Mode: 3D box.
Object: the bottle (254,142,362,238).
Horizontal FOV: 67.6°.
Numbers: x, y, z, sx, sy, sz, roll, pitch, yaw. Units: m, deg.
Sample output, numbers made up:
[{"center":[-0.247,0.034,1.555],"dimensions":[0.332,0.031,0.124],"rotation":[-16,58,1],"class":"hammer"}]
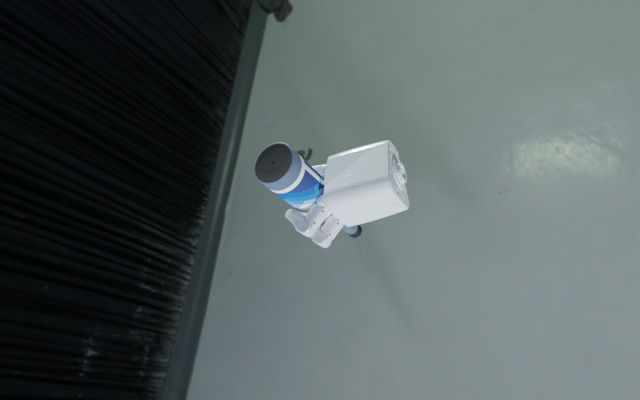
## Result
[{"center":[0.000,0.003,0.795],"dimensions":[0.069,0.069,0.296],"rotation":[0,-22,30],"class":"bottle"}]
